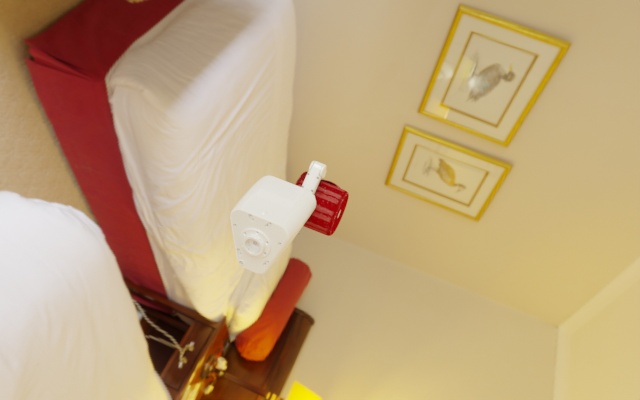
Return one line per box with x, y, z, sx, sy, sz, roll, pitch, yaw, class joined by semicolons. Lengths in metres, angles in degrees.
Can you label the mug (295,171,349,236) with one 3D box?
0.001;0.002;0.811;0.081;0.093;0.117;22;36;10;mug
